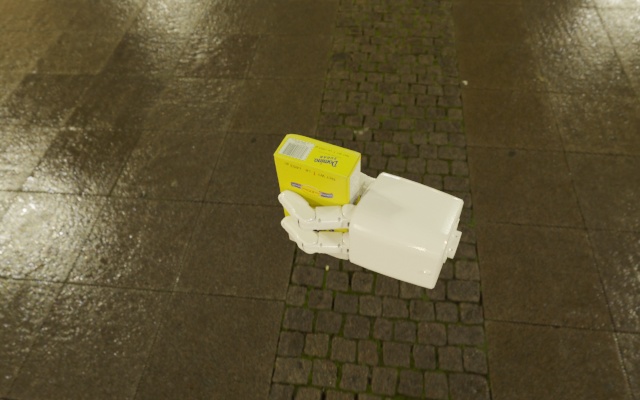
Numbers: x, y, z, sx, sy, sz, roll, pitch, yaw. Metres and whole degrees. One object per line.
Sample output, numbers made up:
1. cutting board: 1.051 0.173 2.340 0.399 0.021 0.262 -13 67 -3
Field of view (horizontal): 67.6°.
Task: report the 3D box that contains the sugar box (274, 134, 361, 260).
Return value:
1. sugar box: 0.000 0.002 0.596 0.093 0.048 0.176 19 -36 18
